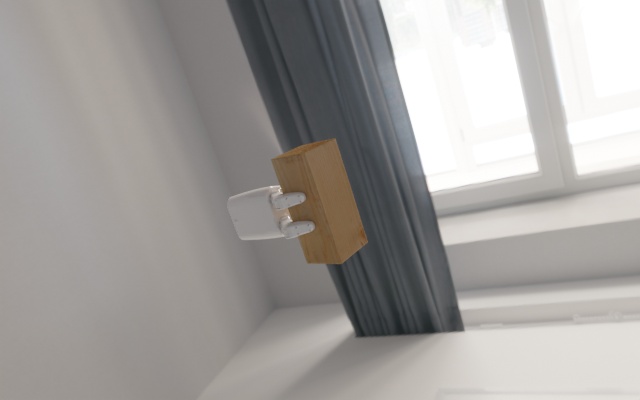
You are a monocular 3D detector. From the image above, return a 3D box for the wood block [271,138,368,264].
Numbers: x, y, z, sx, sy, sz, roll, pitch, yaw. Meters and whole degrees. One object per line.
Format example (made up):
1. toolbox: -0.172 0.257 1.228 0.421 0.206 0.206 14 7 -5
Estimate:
1. wood block: 0.000 0.003 0.871 0.090 0.206 0.090 -6 18 42
